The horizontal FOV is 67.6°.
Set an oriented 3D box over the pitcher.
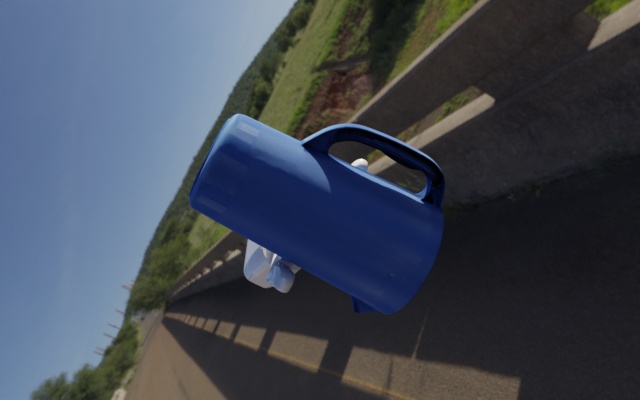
[{"bbox_3d":[0.000,0.002,0.498,0.243,0.149,0.145,27,-28,-10],"label":"pitcher"}]
